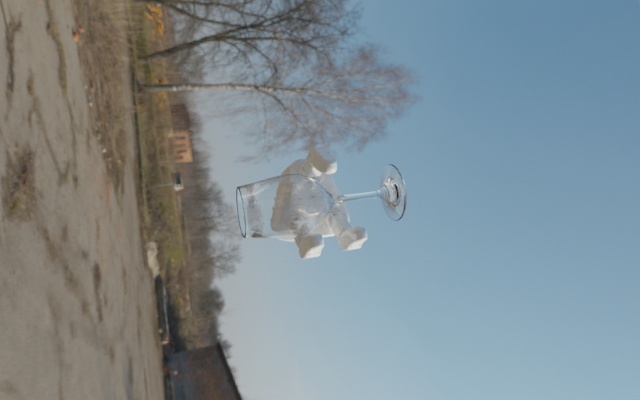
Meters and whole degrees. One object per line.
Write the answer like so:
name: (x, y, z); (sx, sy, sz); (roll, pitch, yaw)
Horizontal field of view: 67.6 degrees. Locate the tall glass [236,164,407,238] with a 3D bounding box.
tall glass: (0.001, 0.002, 0.592); (0.201, 0.079, 0.079); (-7, 2, -17)
